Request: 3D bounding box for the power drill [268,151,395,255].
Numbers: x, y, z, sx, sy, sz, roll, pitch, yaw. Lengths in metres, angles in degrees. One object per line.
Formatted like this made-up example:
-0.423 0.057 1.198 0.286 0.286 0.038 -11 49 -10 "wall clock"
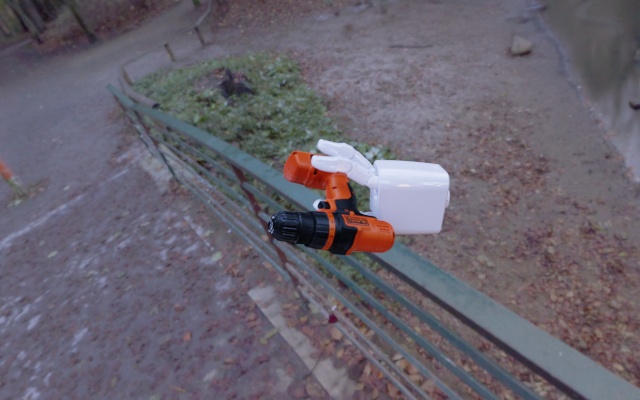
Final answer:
0.000 0.002 0.699 0.184 0.057 0.187 10 35 -25 "power drill"
